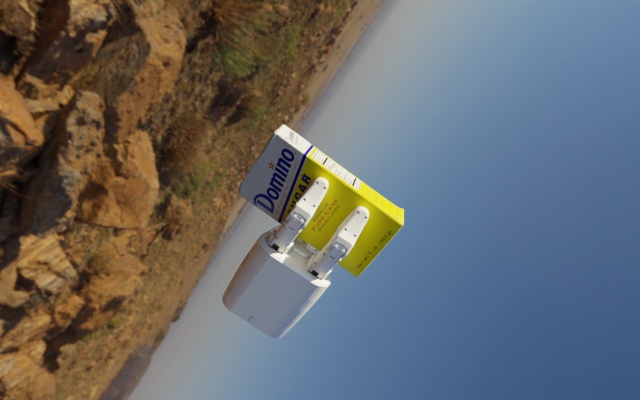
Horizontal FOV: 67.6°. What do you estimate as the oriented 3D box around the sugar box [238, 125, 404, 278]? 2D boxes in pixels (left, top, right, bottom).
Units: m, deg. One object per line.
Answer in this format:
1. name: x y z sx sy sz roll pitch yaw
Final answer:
1. sugar box: 0.000 0.002 0.555 0.176 0.093 0.048 34 25 -5
